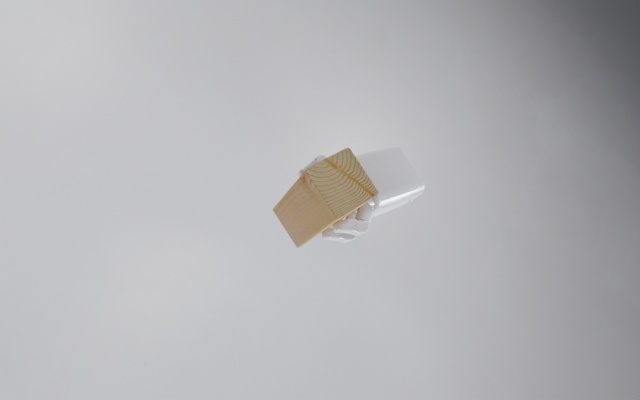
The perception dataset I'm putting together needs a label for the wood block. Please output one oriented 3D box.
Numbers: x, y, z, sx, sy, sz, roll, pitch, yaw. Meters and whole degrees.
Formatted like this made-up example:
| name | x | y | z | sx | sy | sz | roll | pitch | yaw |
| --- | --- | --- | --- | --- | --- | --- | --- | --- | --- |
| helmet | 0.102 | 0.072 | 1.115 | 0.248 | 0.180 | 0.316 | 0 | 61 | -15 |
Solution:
| name | x | y | z | sx | sy | sz | roll | pitch | yaw |
| --- | --- | --- | --- | --- | --- | --- | --- | --- | --- |
| wood block | 0.000 | 0.002 | 0.818 | 0.090 | 0.091 | 0.206 | -30 | -6 | -26 |
